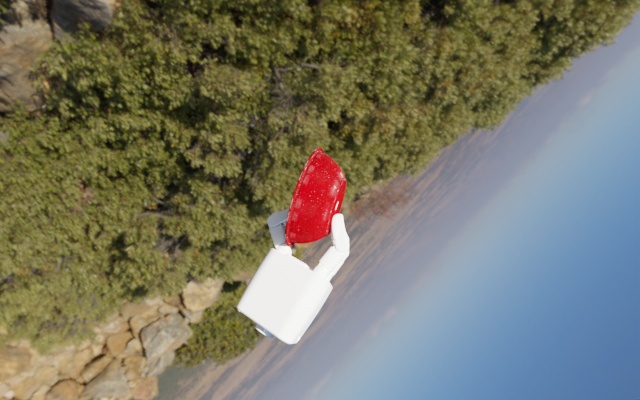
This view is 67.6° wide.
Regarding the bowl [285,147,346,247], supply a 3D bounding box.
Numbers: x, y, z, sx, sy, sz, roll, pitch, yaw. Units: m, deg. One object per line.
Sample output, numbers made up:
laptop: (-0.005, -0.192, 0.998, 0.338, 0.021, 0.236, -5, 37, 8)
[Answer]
bowl: (0.001, 0.001, 0.738, 0.055, 0.162, 0.162, 17, 3, 10)
